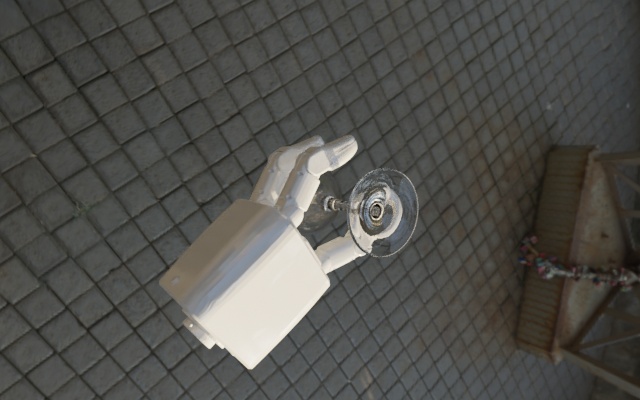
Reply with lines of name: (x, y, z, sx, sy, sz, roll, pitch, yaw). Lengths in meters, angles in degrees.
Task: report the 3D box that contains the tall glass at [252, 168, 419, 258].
tall glass: (0.001, 0.002, 0.474, 0.079, 0.079, 0.201, 0, 5, -32)
